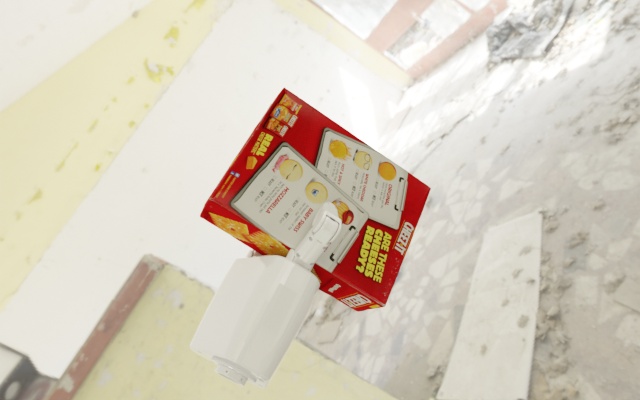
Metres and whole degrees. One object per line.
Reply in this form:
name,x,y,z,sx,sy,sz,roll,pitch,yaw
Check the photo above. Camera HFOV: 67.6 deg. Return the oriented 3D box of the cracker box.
cracker box,0.000,0.002,0.543,0.214,0.164,0.072,33,-28,-11
